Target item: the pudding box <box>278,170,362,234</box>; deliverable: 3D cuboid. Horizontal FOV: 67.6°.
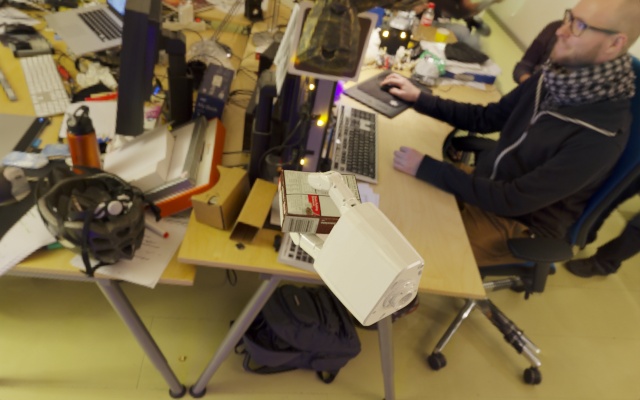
[{"bbox_3d":[0.000,0.002,0.665,0.113,0.090,0.039,5,-46,-14],"label":"pudding box"}]
